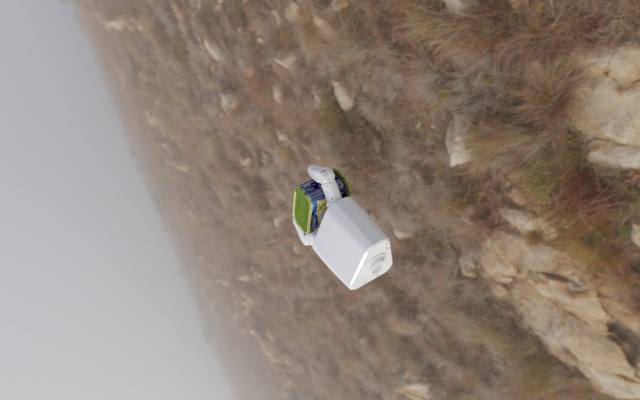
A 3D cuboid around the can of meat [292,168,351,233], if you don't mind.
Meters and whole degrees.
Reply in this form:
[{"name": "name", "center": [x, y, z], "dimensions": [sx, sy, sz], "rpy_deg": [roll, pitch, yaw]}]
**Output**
[{"name": "can of meat", "center": [0.000, 0.003, 0.845], "dimensions": [0.084, 0.102, 0.057], "rpy_deg": [-24, 56, -25]}]
